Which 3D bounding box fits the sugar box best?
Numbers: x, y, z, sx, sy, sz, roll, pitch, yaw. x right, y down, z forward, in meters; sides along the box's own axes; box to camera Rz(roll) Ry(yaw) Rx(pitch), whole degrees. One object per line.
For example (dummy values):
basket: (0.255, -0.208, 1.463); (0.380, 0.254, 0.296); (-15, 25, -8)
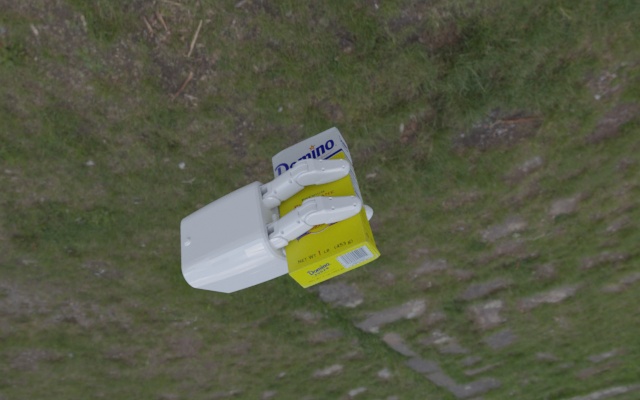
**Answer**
sugar box: (0.000, 0.002, 0.548); (0.093, 0.176, 0.048); (-24, -38, 12)
